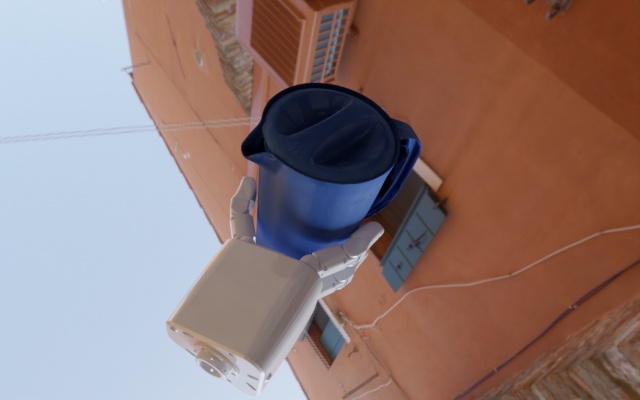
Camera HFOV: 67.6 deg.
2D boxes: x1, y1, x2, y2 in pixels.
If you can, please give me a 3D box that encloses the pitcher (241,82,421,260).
[{"bbox_3d":[0.000,0.002,0.534,0.149,0.145,0.243,27,-38,8],"label":"pitcher"}]
